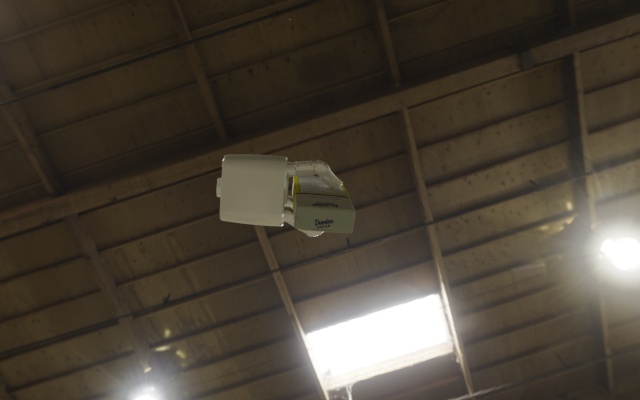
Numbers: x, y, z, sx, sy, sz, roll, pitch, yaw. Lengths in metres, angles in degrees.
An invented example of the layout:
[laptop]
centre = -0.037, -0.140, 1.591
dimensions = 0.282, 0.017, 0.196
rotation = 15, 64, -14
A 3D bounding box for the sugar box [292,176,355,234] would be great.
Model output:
[sugar box]
centre = 0.000, 0.003, 0.806
dimensions = 0.093, 0.048, 0.176
rotation = 5, 20, -5
